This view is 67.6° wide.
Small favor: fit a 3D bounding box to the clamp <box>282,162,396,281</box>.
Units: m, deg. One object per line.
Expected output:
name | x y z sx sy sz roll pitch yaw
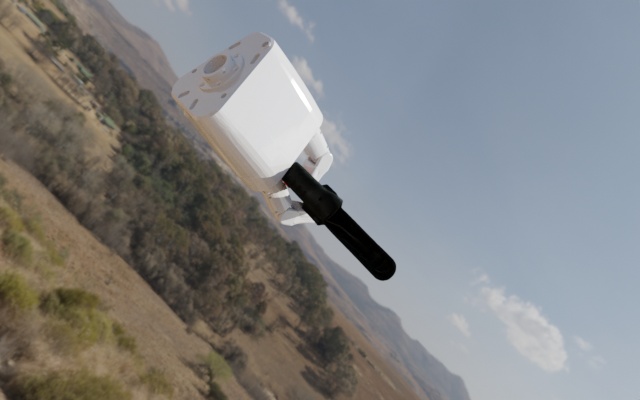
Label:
clamp | 0.000 0.001 0.470 0.171 0.039 0.120 42 -10 43
